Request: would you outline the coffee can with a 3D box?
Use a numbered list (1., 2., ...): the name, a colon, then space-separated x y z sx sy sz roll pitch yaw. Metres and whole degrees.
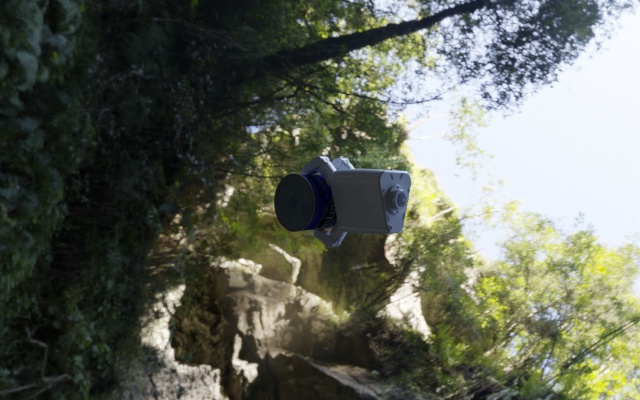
1. coffee can: 0.000 0.003 0.883 0.103 0.103 0.140 0 1 45
